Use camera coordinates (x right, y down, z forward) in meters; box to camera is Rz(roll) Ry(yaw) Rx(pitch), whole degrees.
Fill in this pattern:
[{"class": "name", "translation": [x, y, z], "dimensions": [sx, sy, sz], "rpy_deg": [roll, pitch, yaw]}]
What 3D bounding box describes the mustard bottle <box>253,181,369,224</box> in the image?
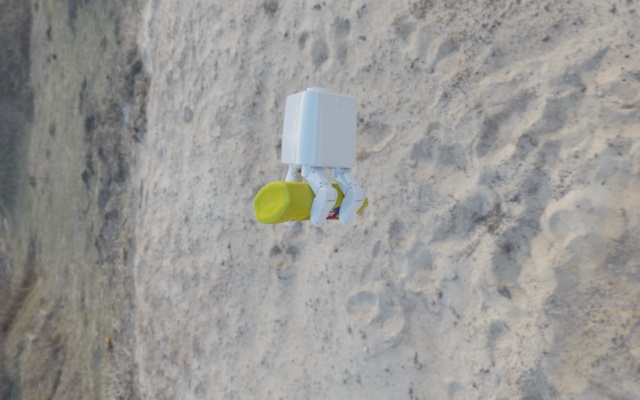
[{"class": "mustard bottle", "translation": [0.000, 0.003, 0.738], "dimensions": [0.191, 0.058, 0.096], "rpy_deg": [-1, -17, -39]}]
